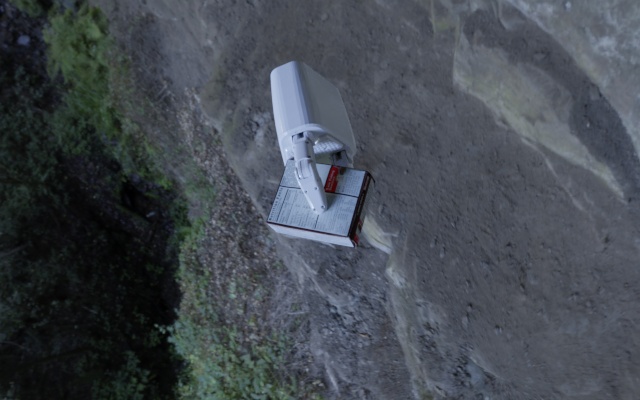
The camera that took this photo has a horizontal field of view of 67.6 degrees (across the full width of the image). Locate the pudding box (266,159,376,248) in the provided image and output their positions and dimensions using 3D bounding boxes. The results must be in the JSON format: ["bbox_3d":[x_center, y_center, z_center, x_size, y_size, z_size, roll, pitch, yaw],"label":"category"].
[{"bbox_3d":[0.000,0.002,0.579,0.113,0.090,0.039,9,-19,25],"label":"pudding box"}]
